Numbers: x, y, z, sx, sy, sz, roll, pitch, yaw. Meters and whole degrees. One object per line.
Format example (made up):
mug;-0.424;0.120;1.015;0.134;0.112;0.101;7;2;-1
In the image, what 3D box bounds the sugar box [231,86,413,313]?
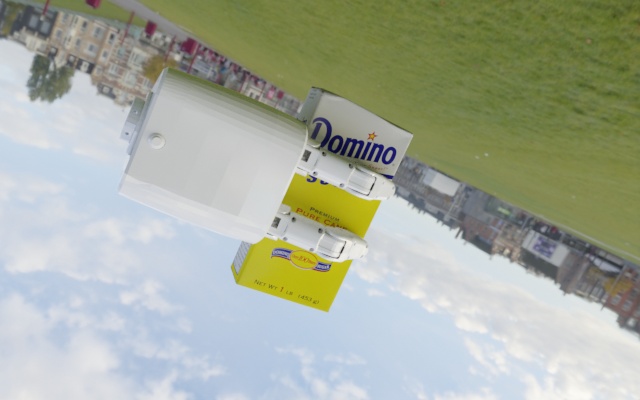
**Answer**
sugar box;0.000;0.002;0.416;0.093;0.176;0.048;22;10;-22
